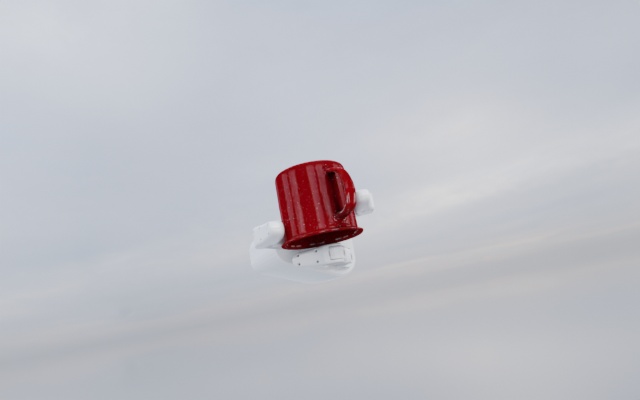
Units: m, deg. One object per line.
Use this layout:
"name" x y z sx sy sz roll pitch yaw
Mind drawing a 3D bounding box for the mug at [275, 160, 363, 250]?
"mug" 0.001 0.001 0.527 0.093 0.081 0.117 -4 -16 -30
